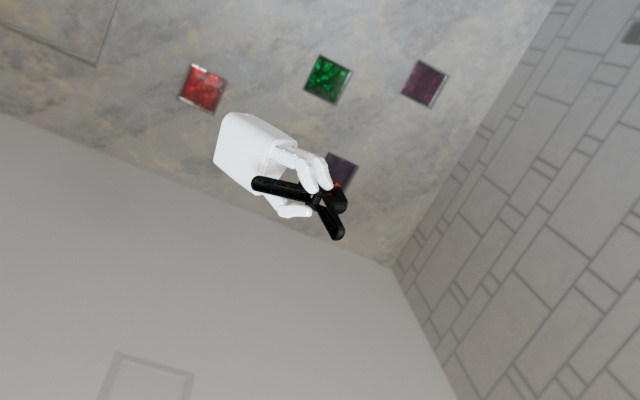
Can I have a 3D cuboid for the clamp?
[{"bbox_3d":[0.000,0.003,0.791,0.164,0.036,0.210,35,19,18],"label":"clamp"}]
